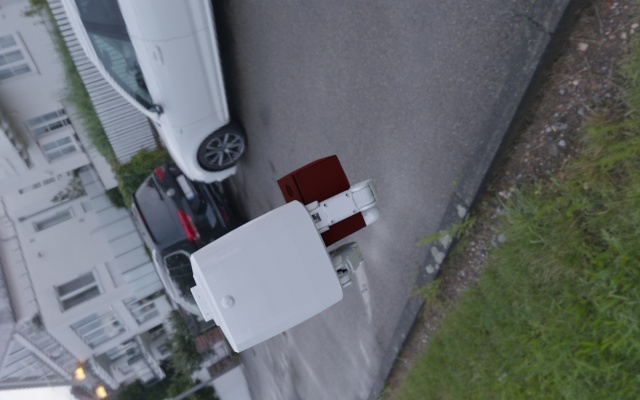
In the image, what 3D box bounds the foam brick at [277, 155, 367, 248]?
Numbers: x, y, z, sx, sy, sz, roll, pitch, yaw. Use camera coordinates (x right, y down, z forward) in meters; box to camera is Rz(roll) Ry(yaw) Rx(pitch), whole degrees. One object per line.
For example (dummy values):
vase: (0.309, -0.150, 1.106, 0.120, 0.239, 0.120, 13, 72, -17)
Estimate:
foam brick: (0.000, 0.001, 0.468, 0.051, 0.078, 0.053, -25, 6, -19)
